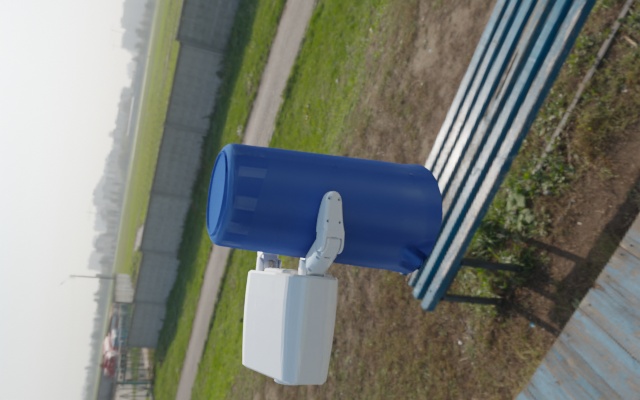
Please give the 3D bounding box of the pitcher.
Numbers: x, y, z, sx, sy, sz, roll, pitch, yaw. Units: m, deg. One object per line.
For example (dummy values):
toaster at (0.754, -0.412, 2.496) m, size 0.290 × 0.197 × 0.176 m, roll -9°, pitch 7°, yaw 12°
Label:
pitcher at (0.000, 0.002, 0.546) m, size 0.243 × 0.145 × 0.149 m, roll 8°, pitch -9°, yaw -22°
